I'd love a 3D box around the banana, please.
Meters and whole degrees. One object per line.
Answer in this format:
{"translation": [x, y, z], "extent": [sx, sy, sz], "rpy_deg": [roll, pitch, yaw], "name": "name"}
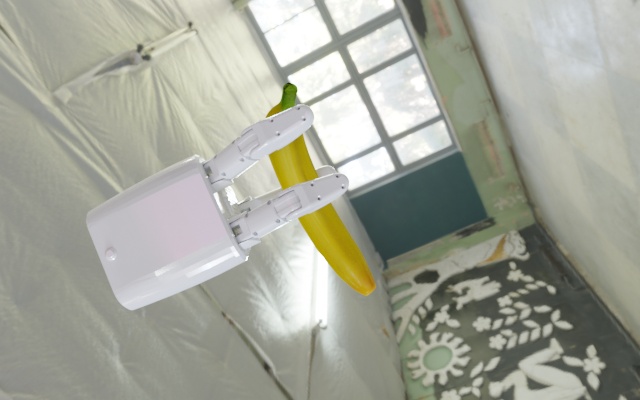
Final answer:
{"translation": [-0.007, -0.003, 0.431], "extent": [0.037, 0.198, 0.069], "rpy_deg": [-28, 14, -15], "name": "banana"}
